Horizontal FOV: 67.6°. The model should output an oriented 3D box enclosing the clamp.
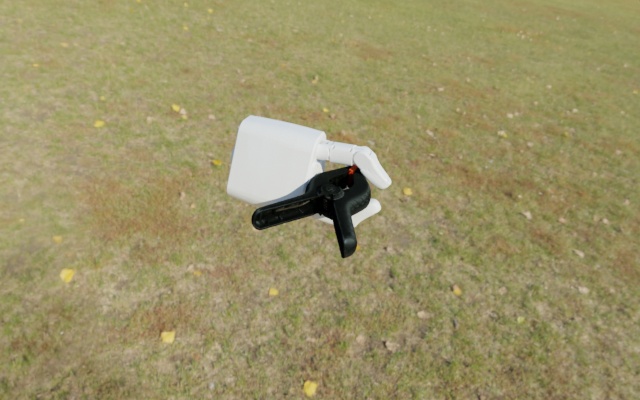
[{"bbox_3d":[0.000,0.001,0.557,0.120,0.039,0.171,17,31,10],"label":"clamp"}]
